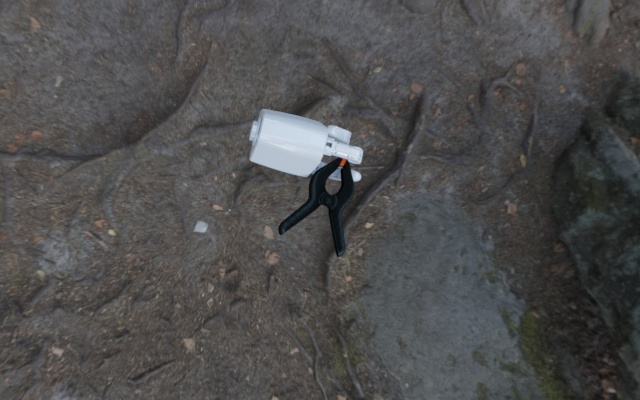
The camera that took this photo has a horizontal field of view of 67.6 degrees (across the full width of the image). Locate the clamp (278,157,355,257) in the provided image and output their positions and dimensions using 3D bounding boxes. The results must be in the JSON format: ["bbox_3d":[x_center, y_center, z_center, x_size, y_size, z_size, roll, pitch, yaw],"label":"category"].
[{"bbox_3d":[0.000,0.003,0.813,0.120,0.171,0.039,13,-3,-16],"label":"clamp"}]
